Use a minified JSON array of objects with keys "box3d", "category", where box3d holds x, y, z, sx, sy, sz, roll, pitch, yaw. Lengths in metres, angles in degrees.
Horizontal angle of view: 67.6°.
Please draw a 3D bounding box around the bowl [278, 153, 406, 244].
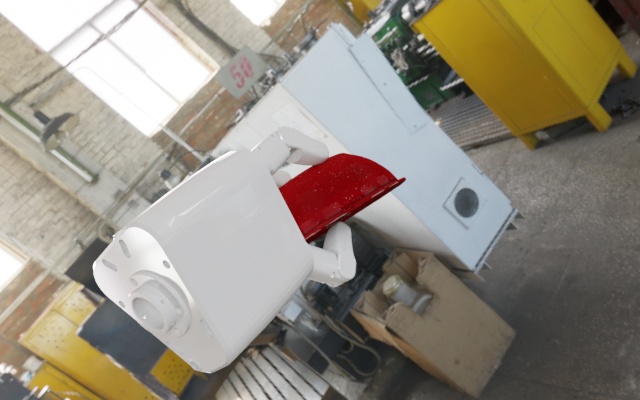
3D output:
[{"box3d":[0.000,0.001,0.461,0.162,0.055,0.162,-32,-5,-3],"category":"bowl"}]
